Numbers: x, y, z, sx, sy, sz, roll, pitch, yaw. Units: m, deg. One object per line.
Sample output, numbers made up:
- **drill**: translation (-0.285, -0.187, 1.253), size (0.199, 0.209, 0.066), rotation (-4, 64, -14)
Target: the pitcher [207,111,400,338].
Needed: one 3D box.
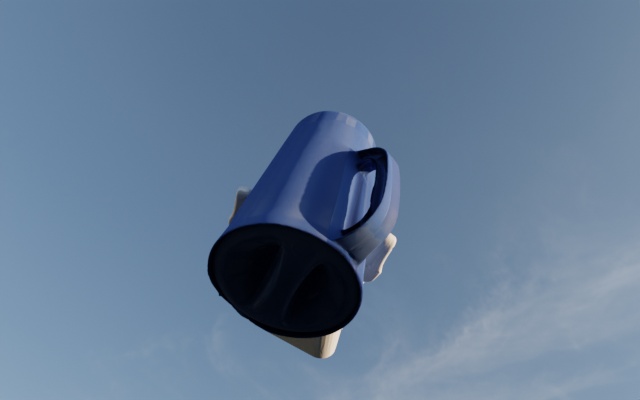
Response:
- **pitcher**: translation (0.000, 0.002, 0.482), size (0.149, 0.145, 0.242), rotation (10, 38, 7)
